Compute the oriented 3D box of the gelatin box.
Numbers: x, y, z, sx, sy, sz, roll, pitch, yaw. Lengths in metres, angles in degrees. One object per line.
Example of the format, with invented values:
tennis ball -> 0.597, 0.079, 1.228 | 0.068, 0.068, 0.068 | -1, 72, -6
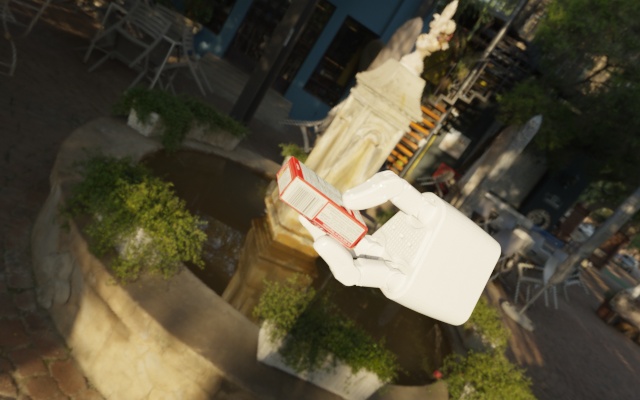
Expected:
gelatin box -> 0.000, 0.001, 0.466 | 0.089, 0.030, 0.073 | 37, 12, -18
